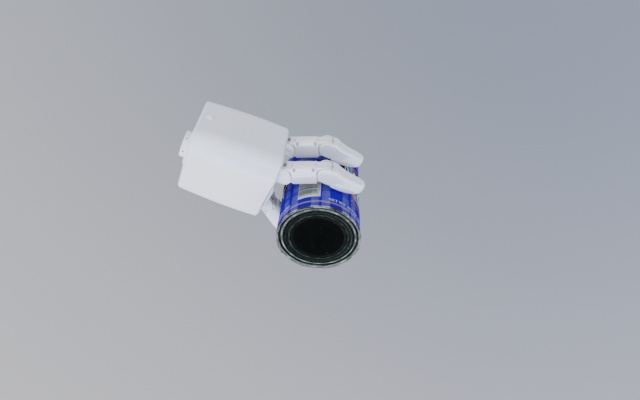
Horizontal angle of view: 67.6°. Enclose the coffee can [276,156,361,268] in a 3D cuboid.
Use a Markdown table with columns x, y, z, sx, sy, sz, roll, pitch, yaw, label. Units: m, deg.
| x | y | z | sx | sy | sz | roll | pitch | yaw | label |
| --- | --- | --- | --- | --- | --- | --- | --- | --- | --- |
| 0.000 | 0.002 | 0.620 | 0.103 | 0.103 | 0.140 | 0 | 40 | 3 | coffee can |
